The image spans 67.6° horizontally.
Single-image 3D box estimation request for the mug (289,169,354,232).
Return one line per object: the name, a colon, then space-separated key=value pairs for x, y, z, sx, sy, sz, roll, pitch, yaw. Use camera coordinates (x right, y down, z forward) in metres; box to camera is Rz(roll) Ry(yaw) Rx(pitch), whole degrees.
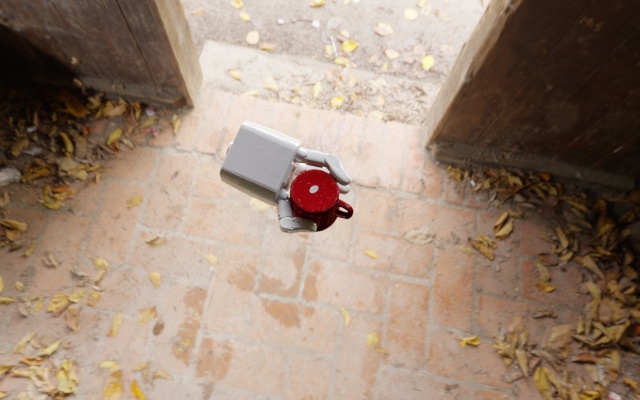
mug: x=0.001 y=0.003 z=0.804 sx=0.117 sy=0.093 sz=0.081 roll=23 pitch=-20 yaw=6
